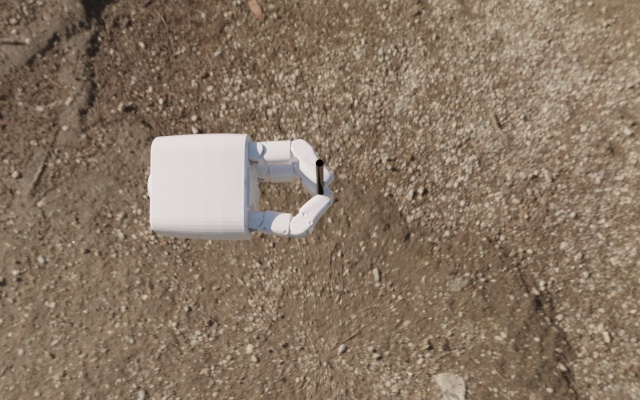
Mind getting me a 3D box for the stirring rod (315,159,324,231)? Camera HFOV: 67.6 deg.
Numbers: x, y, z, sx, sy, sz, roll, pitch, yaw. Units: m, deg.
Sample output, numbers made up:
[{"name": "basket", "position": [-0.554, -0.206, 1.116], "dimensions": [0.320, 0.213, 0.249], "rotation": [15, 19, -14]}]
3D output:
[{"name": "stirring rod", "position": [0.000, 0.002, 0.568], "dimensions": [0.011, 0.011, 0.240], "rotation": [0, -18, 0]}]
